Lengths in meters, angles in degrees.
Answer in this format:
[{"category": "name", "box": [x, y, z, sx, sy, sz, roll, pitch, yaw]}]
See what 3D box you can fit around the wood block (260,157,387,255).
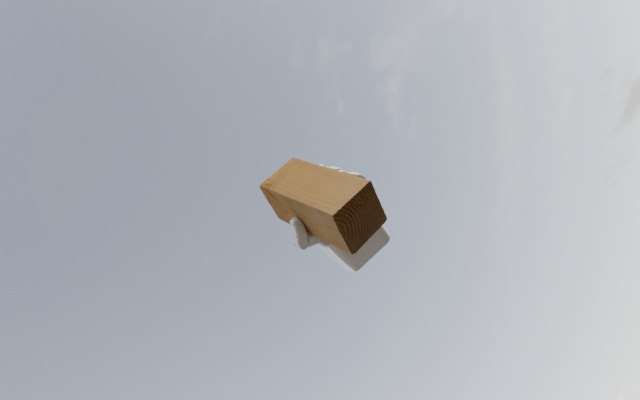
[{"category": "wood block", "box": [0.000, 0.003, 0.821, 0.090, 0.090, 0.206, -43, 37, -22]}]
